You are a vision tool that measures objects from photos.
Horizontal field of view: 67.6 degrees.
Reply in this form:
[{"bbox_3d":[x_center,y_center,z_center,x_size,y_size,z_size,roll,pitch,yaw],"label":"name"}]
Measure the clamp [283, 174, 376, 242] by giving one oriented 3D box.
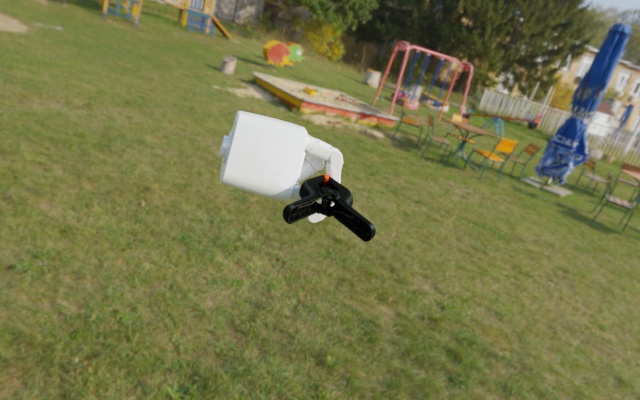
[{"bbox_3d":[0.000,0.002,0.663,0.120,0.039,0.171,16,17,-17],"label":"clamp"}]
